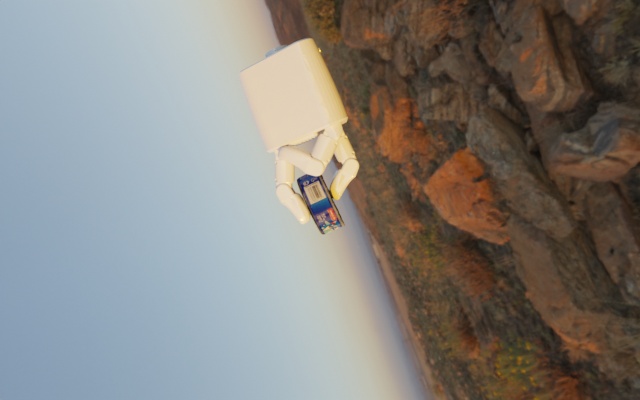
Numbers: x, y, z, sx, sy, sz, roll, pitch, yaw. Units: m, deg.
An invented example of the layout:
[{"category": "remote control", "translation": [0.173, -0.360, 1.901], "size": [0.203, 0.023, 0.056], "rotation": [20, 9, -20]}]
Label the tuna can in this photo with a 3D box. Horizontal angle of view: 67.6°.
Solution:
[{"category": "tuna can", "translation": [0.000, 0.002, 0.642], "size": [0.034, 0.086, 0.086], "rotation": [-25, -1, 2]}]
